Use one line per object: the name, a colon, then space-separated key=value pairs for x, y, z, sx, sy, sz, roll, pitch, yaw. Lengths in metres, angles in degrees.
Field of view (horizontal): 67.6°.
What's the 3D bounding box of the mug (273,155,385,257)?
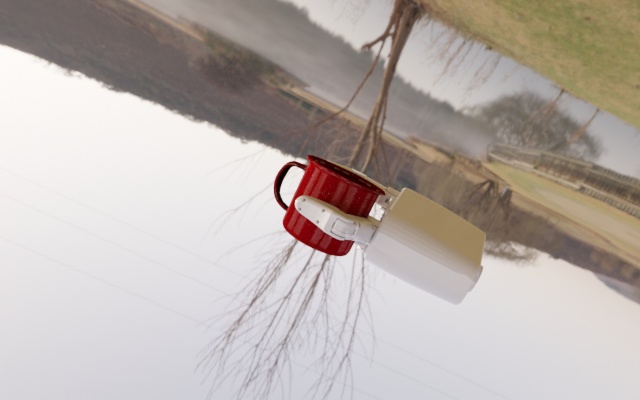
mug: x=-0.001 y=0.001 z=0.517 sx=0.117 sy=0.081 sz=0.093 roll=28 pitch=10 yaw=12
